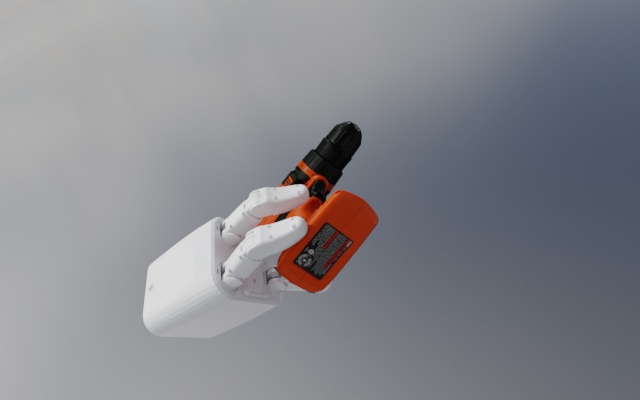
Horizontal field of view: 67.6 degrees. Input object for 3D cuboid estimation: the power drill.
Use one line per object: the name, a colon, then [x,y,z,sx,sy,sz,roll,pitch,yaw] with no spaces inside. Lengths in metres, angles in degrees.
power drill: [0.000,0.002,0.523,0.057,0.184,0.187,35,8,-18]
